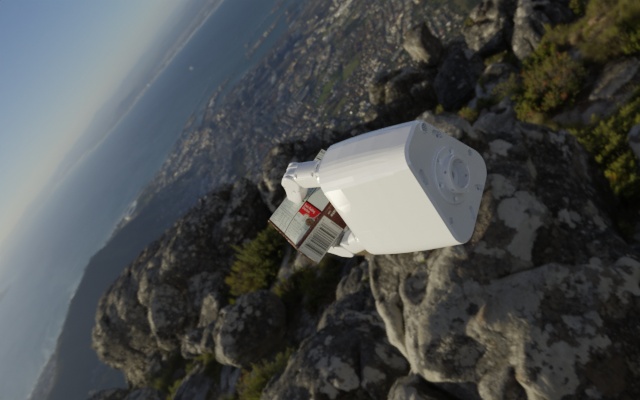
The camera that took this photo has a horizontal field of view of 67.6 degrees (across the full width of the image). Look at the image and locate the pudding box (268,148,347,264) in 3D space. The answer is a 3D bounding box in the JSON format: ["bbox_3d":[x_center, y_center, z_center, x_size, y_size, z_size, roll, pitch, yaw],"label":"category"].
[{"bbox_3d":[0.000,0.002,0.536,0.039,0.113,0.090,39,-2,-30],"label":"pudding box"}]
